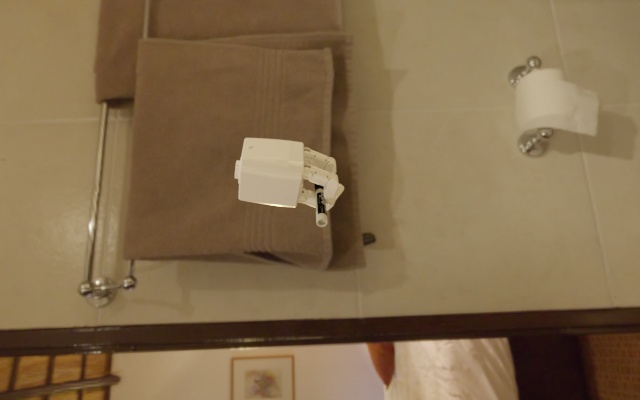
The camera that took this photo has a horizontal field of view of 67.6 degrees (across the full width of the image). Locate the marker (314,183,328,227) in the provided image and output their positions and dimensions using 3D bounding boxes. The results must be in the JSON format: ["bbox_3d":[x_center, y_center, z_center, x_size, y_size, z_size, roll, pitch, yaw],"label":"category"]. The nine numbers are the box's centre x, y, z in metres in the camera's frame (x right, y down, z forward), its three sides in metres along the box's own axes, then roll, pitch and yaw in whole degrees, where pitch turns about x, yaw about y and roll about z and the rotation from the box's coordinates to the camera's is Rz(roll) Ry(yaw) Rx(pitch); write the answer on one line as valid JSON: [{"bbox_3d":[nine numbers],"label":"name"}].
[{"bbox_3d":[0.000,0.003,0.845,0.020,0.020,0.121,0,35,-3],"label":"marker"}]
